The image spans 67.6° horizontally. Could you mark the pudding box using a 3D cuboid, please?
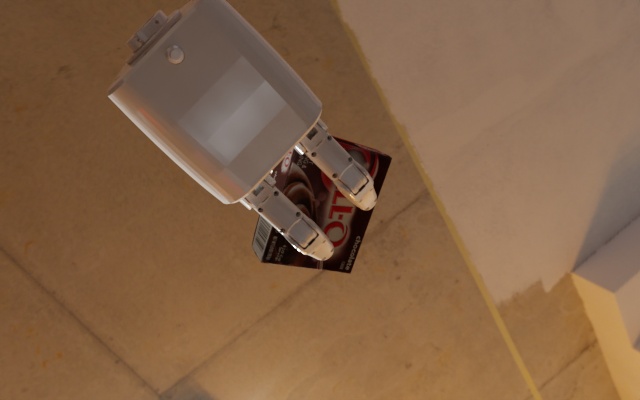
[{"bbox_3d":[0.000,0.001,0.405,0.090,0.113,0.039,12,15,-30],"label":"pudding box"}]
